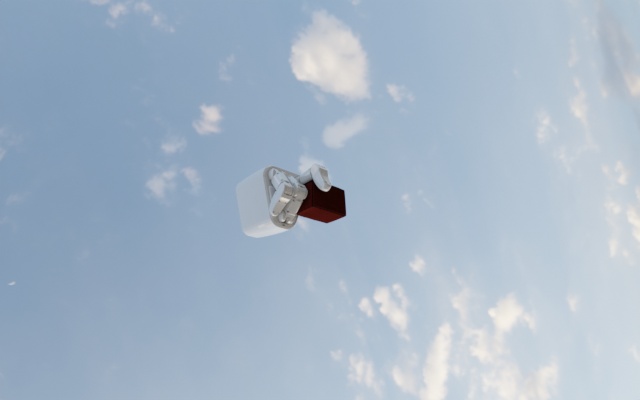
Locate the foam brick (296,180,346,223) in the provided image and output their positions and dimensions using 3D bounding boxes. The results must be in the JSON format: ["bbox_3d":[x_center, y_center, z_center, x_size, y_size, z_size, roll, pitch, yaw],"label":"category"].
[{"bbox_3d":[0.000,0.003,0.853,0.078,0.053,0.051,18,-30,-36],"label":"foam brick"}]
